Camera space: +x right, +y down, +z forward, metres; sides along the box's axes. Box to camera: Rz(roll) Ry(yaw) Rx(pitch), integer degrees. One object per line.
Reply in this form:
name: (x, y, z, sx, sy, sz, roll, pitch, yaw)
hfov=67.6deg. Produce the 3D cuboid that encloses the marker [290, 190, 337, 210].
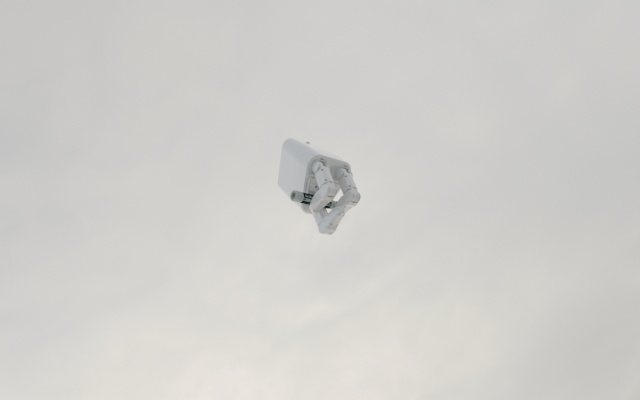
marker: (0.000, 0.003, 0.830, 0.121, 0.020, 0.020, 13, -9, -39)
